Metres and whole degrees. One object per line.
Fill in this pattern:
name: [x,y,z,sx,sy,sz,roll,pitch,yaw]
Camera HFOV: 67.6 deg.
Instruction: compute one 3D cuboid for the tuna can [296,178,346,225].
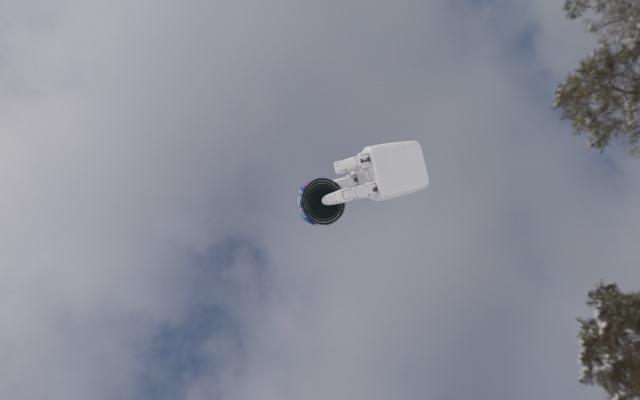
tuna can: [0.000,0.003,0.867,0.086,0.086,0.034,0,-5,-23]
